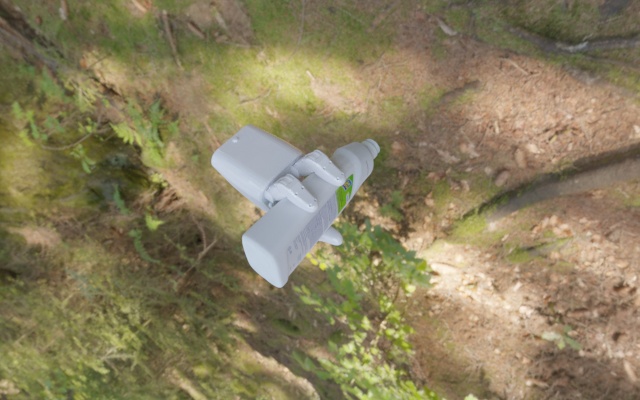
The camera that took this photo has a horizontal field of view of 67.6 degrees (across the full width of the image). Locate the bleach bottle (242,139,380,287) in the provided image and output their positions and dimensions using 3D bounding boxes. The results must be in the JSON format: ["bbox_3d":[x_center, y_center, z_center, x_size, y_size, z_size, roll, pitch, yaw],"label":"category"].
[{"bbox_3d":[0.000,0.002,0.683,0.068,0.250,0.103,33,-28,23],"label":"bleach bottle"}]
